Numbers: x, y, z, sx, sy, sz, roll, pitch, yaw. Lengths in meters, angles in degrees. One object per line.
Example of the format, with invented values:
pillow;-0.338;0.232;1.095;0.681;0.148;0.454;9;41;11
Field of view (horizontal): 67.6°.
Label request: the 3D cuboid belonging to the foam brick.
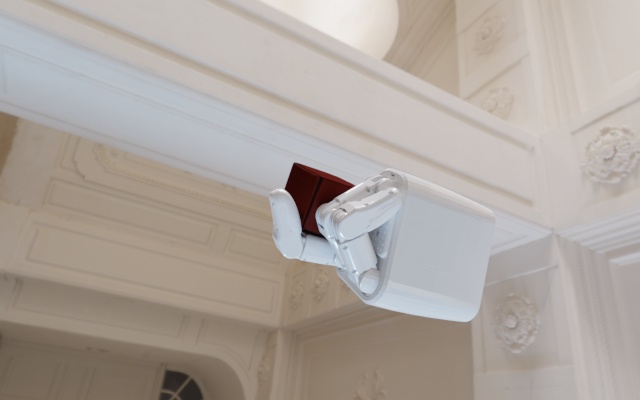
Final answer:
foam brick;0.000;0.001;0.447;0.051;0.053;0.078;17;8;-23
